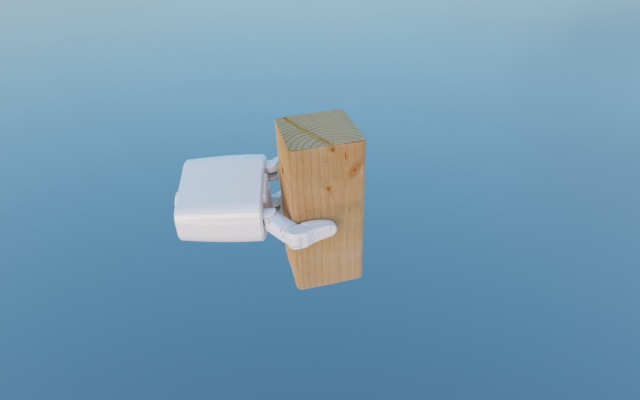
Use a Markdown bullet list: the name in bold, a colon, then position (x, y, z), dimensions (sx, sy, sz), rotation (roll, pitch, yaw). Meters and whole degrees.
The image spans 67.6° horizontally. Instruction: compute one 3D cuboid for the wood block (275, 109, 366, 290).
- **wood block**: position (0.000, 0.002, 0.608), dimensions (0.090, 0.206, 0.090), rotation (-10, 35, -11)
